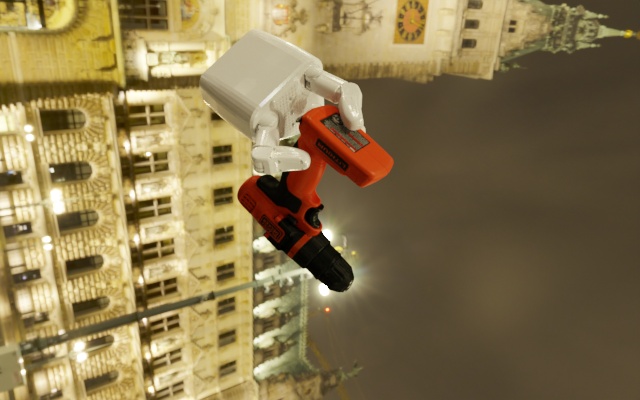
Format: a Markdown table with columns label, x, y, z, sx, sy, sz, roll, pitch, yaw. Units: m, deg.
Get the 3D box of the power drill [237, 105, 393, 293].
| label | x | y | z | sx | sy | sz | roll | pitch | yaw |
| --- | --- | --- | --- | --- | --- | --- | --- | --- | --- |
| power drill | 0.000 | 0.001 | 0.546 | 0.057 | 0.184 | 0.188 | -39 | -11 | -49 |
